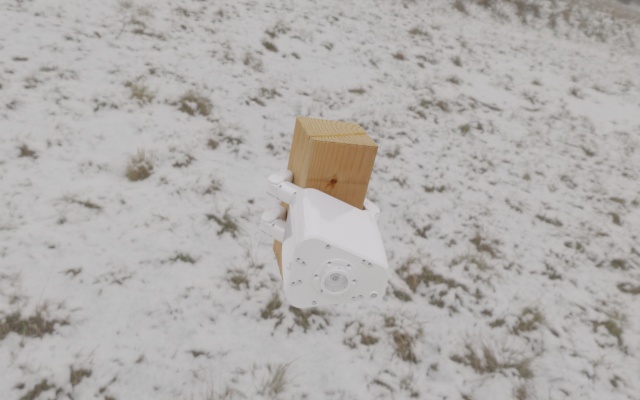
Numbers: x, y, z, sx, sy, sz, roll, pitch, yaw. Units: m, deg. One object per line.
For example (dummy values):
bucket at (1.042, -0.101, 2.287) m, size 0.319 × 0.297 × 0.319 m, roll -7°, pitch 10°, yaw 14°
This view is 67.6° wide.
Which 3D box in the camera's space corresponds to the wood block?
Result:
wood block at (0.001, 0.002, 0.650) m, size 0.091 × 0.206 × 0.090 m, roll 4°, pitch 27°, yaw -18°
